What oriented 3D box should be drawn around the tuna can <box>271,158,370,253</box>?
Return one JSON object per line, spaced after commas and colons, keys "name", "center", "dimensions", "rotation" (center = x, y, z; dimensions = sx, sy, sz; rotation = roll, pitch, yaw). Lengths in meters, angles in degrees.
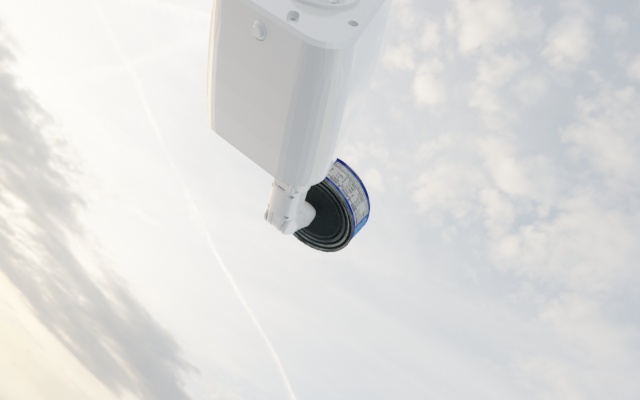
{"name": "tuna can", "center": [0.000, 0.001, 0.419], "dimensions": [0.086, 0.086, 0.033], "rotation": [0, 31, 42]}
